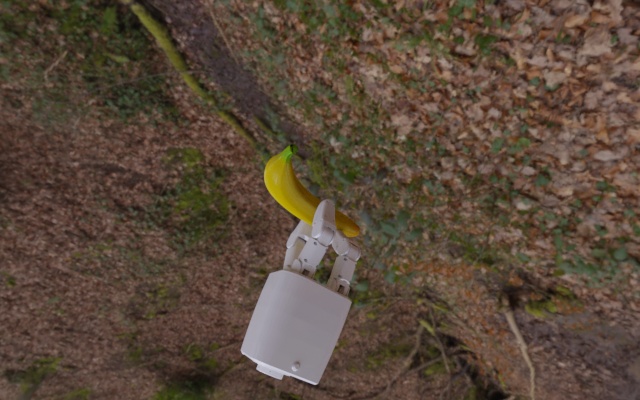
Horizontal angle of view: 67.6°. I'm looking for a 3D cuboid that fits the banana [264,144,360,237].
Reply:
[{"bbox_3d":[-0.017,-0.001,0.605,0.069,0.037,0.198,4,-28,32],"label":"banana"}]
